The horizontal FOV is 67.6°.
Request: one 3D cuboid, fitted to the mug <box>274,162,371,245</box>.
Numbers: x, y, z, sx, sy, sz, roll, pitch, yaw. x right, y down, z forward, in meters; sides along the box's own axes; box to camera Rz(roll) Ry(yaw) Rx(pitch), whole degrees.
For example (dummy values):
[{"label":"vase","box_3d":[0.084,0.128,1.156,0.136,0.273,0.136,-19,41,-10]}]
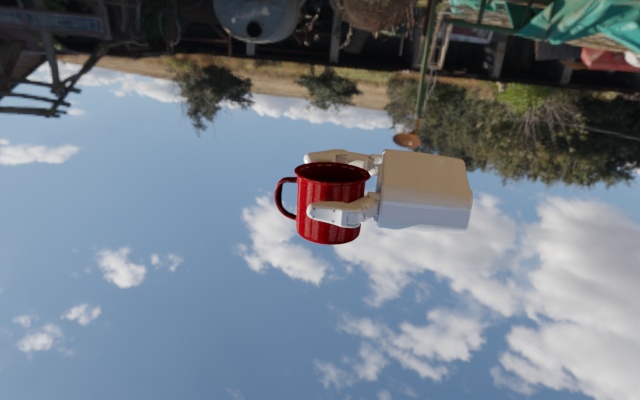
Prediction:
[{"label":"mug","box_3d":[-0.001,0.002,0.591,0.117,0.081,0.093,6,20,6]}]
